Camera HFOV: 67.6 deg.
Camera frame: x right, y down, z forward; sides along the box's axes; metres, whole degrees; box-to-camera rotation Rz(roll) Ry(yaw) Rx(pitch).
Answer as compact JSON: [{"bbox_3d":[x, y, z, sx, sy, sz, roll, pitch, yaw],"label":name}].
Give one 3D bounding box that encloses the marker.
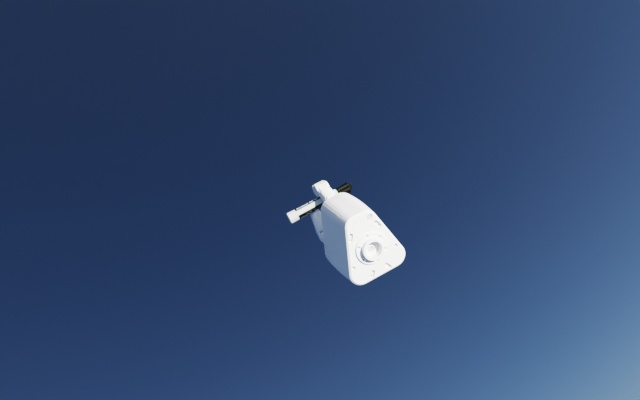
[{"bbox_3d":[0.000,0.003,0.803,0.121,0.020,0.020,-28,5,-10],"label":"marker"}]
